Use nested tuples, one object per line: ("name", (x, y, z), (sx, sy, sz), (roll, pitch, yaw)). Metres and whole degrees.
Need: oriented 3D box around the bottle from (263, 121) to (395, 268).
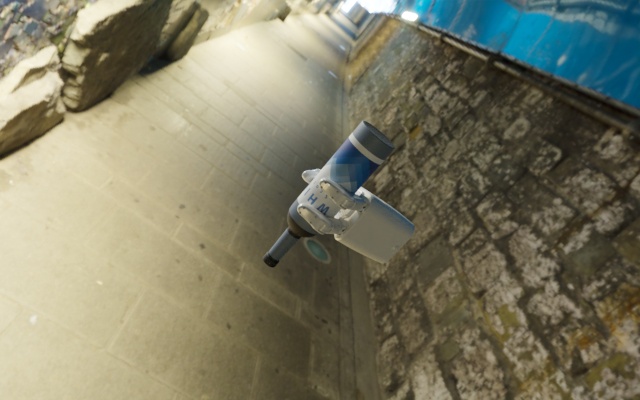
("bottle", (0.000, 0.002, 0.788), (0.069, 0.296, 0.069), (35, 20, -15))
